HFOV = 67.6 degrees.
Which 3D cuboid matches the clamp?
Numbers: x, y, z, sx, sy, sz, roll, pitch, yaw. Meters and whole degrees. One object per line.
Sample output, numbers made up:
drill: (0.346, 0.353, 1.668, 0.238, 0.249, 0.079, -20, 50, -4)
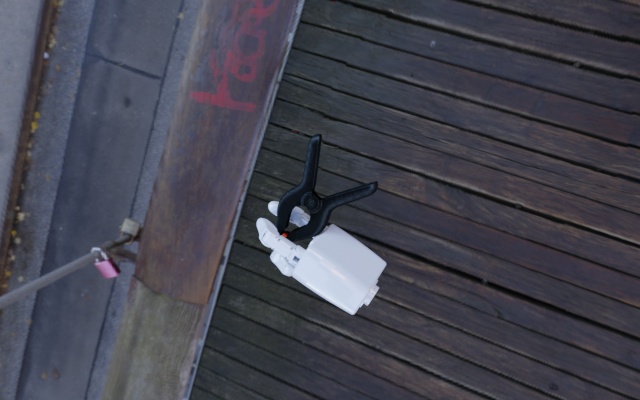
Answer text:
clamp: (0.000, 0.002, 0.703, 0.120, 0.171, 0.039, 33, 14, 10)
